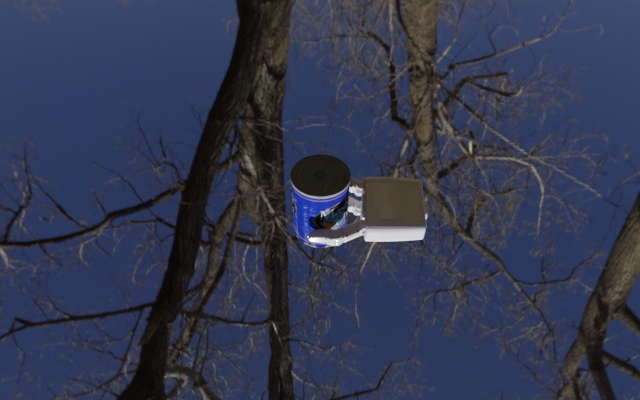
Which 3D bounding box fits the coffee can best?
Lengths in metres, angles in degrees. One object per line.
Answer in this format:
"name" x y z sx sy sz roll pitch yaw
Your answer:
"coffee can" 0.000 0.003 0.859 0.103 0.102 0.140 0 -43 0
